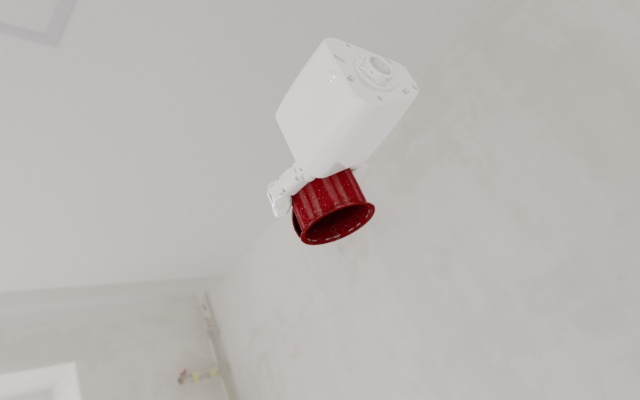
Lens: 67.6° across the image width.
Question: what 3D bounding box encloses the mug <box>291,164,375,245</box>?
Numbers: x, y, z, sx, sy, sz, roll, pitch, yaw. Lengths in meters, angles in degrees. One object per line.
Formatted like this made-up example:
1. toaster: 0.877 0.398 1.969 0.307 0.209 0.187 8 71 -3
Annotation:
1. mug: -0.001 0.003 0.575 0.093 0.081 0.117 -4 -32 -37
